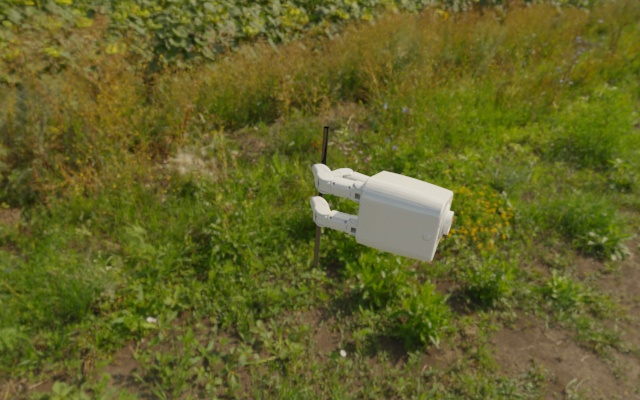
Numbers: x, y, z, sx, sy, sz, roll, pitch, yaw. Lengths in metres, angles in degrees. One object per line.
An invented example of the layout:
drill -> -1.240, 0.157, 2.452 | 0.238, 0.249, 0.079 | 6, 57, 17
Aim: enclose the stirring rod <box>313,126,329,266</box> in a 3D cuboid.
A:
stirring rod -> 0.000, 0.002, 0.719 | 0.011, 0.240, 0.011 | 3, 31, -2
